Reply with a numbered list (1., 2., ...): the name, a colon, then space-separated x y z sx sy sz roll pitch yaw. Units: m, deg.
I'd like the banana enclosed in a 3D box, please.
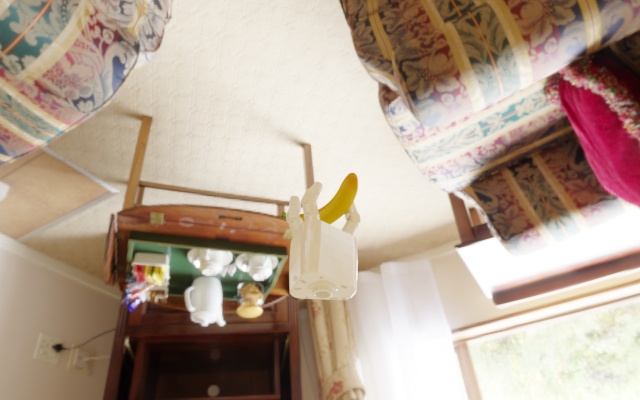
1. banana: 0.011 0.014 0.903 0.198 0.037 0.070 -31 -55 35
